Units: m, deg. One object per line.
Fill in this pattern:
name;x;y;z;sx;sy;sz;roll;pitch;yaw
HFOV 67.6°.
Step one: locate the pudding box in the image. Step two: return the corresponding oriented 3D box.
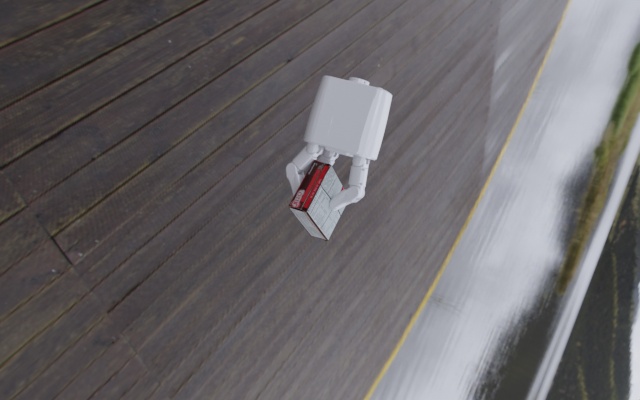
pudding box;0.000;0.003;0.770;0.039;0.090;0.114;17;-22;30
